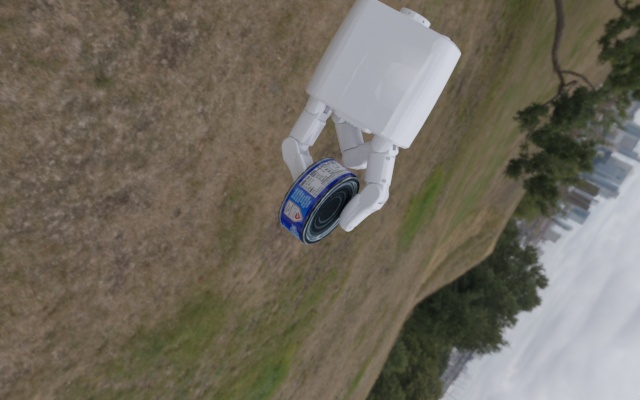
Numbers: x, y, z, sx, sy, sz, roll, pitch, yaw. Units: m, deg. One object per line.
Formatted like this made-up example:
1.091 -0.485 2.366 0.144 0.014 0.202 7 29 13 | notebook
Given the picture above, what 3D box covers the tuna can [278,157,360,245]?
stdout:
0.000 0.002 0.475 0.033 0.086 0.086 39 17 22 | tuna can
